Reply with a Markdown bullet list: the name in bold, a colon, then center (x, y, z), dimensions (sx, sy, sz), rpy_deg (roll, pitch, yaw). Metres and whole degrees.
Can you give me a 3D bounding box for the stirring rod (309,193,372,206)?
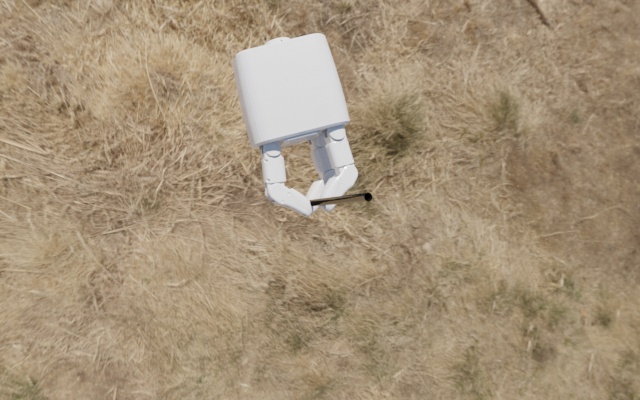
- **stirring rod**: center (0.000, 0.002, 0.534), dimensions (0.011, 0.011, 0.239), rpy_deg (0, -2, -21)
